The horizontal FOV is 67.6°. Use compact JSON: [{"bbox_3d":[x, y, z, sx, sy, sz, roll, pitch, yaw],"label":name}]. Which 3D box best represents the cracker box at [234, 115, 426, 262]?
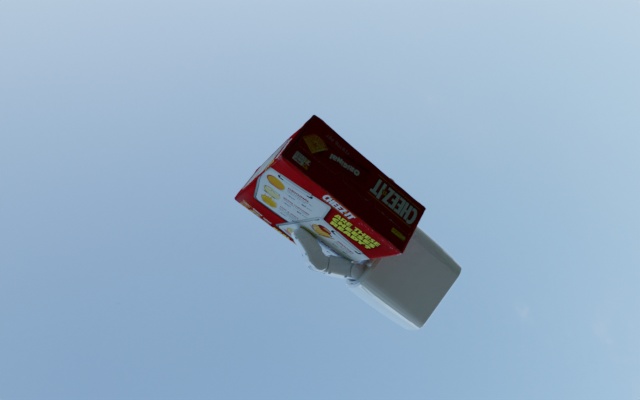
[{"bbox_3d":[0.000,0.002,0.585,0.164,0.072,0.214,38,-23,-11],"label":"cracker box"}]
